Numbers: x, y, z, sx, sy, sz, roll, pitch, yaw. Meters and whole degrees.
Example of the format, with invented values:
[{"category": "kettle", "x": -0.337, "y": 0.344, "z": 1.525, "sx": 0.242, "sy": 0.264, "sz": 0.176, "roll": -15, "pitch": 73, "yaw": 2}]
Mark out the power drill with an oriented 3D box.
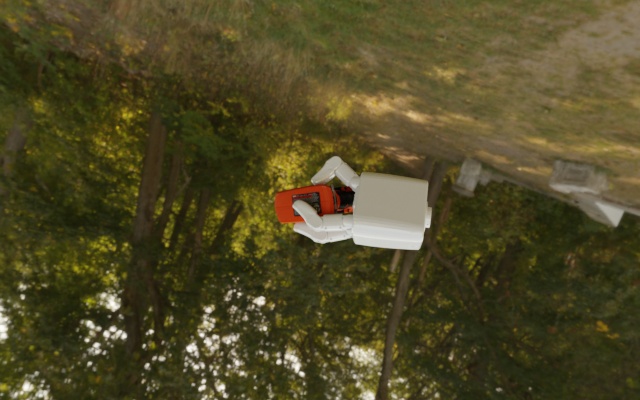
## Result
[{"category": "power drill", "x": 0.000, "y": 0.003, "z": 0.844, "sx": 0.184, "sy": 0.057, "sz": 0.187, "roll": -10, "pitch": 0, "yaw": 28}]
